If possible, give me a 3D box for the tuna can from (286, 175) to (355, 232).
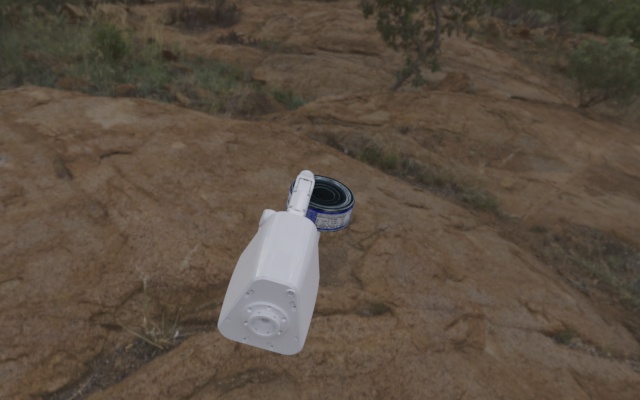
[{"bbox_3d":[0.000,0.002,0.616,0.086,0.034,0.086,11,32,-7],"label":"tuna can"}]
